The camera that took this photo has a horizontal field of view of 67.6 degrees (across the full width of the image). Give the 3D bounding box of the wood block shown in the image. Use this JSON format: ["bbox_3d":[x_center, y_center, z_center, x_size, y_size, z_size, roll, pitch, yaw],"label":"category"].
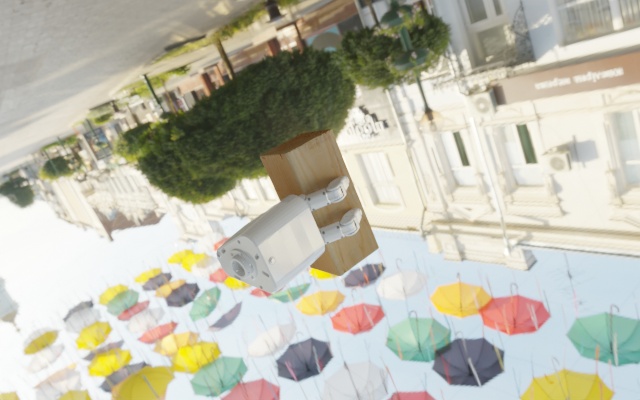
[{"bbox_3d":[0.000,0.003,0.749,0.090,0.206,0.091,-32,19,-28],"label":"wood block"}]
